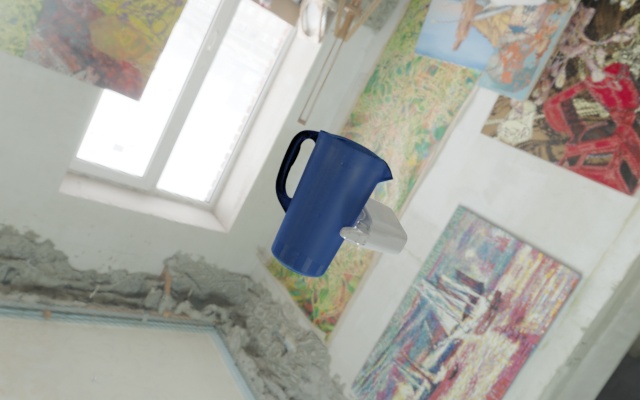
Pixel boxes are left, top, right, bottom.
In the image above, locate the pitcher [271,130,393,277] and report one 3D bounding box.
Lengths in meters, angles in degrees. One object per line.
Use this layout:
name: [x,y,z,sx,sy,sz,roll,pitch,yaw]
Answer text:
pitcher: [0.000,0.003,0.842,0.145,0.243,0.149,20,12,-36]
